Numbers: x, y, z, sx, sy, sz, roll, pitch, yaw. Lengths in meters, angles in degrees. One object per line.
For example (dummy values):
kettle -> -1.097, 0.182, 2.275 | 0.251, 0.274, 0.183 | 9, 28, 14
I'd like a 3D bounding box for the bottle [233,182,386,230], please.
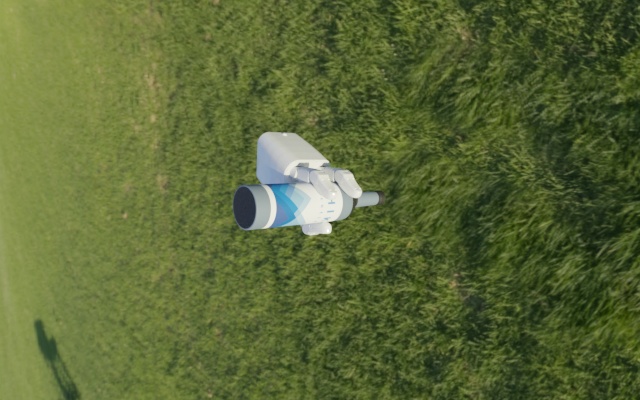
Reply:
bottle -> 0.000, 0.003, 0.791 | 0.296, 0.069, 0.069 | -4, 3, -41
